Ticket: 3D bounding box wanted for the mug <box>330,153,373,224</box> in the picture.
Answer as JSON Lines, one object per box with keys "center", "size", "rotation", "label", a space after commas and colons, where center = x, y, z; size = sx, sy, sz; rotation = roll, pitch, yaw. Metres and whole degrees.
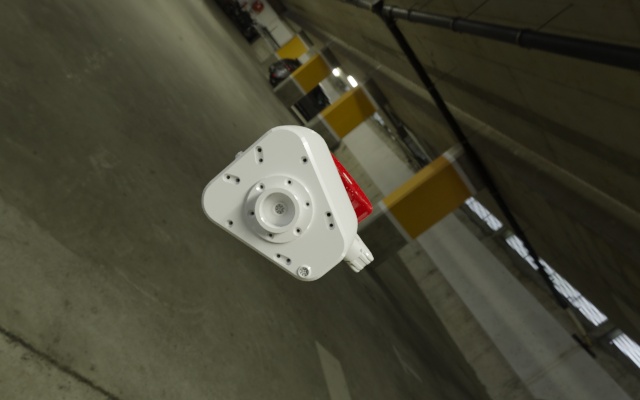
{"center": [0.000, 0.001, 0.503], "size": [0.081, 0.093, 0.117], "rotation": [-38, 1, 8], "label": "mug"}
